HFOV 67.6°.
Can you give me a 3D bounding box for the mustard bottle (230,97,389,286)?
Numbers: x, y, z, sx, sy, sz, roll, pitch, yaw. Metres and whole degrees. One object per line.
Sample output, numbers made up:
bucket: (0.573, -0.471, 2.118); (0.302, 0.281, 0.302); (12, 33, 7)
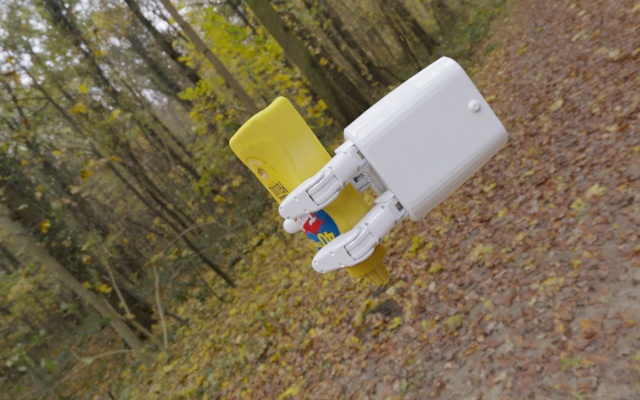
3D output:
mustard bottle: (0.000, 0.001, 0.439); (0.058, 0.191, 0.096); (-43, 10, -24)
